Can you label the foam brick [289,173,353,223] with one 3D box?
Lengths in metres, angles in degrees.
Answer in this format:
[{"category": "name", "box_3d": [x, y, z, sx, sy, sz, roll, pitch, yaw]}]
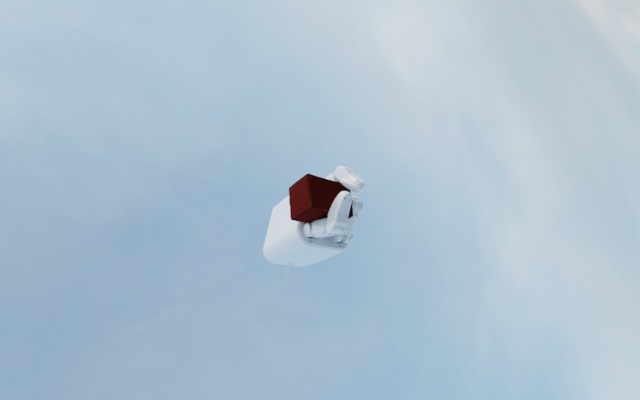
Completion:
[{"category": "foam brick", "box_3d": [0.000, 0.002, 0.680, 0.078, 0.053, 0.051, 14, -30, -36]}]
